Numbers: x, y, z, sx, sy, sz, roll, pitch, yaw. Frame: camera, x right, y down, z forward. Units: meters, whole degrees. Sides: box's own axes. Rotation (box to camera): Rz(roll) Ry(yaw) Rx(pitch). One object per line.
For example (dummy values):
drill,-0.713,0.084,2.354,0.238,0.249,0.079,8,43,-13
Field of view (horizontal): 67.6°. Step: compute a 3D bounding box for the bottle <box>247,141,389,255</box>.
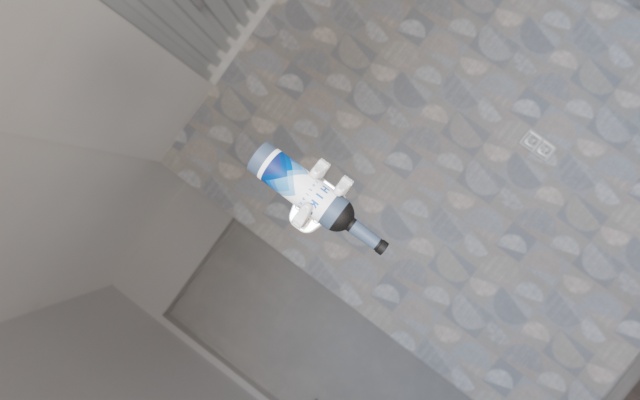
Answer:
bottle,0.000,0.003,0.887,0.295,0.069,0.069,36,3,4
